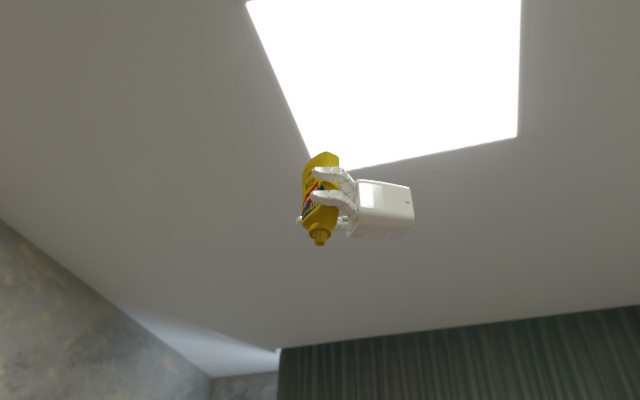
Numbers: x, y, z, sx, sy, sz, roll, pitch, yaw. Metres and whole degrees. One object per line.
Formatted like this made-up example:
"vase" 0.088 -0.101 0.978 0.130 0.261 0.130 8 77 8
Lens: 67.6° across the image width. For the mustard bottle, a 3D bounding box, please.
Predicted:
"mustard bottle" 0.000 0.003 0.899 0.058 0.191 0.096 24 -45 -26
